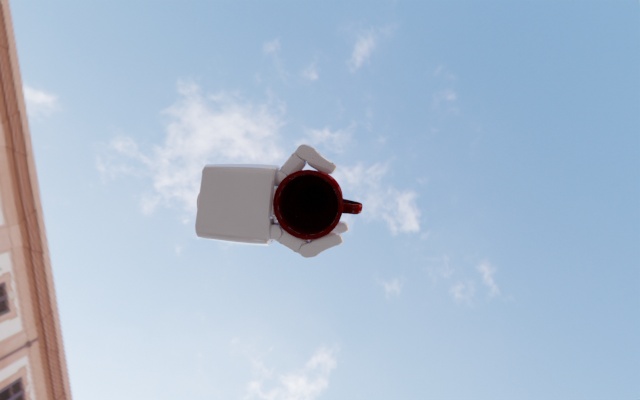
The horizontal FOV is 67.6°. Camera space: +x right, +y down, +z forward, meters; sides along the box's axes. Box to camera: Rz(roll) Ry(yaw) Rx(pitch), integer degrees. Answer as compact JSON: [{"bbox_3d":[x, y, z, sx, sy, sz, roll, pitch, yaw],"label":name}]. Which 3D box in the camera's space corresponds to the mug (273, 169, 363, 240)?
[{"bbox_3d":[0.002,0.002,0.662,0.117,0.093,0.081,5,8,7],"label":"mug"}]
